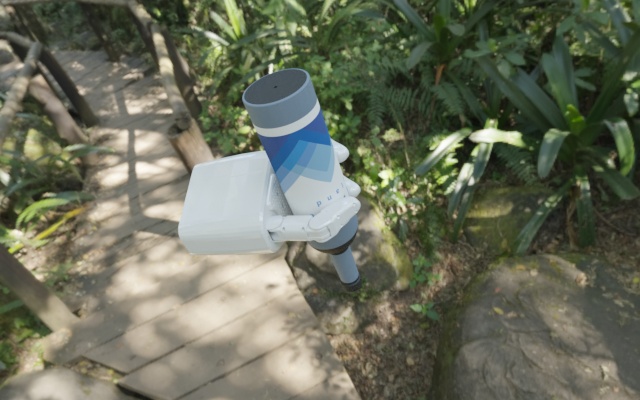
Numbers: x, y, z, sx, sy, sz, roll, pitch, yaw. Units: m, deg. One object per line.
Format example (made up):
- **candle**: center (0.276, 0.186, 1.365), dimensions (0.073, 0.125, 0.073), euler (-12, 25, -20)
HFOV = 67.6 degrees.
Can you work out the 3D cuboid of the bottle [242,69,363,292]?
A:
- **bottle**: center (0.000, 0.002, 0.534), dimensions (0.069, 0.296, 0.069), euler (-13, 39, 11)
